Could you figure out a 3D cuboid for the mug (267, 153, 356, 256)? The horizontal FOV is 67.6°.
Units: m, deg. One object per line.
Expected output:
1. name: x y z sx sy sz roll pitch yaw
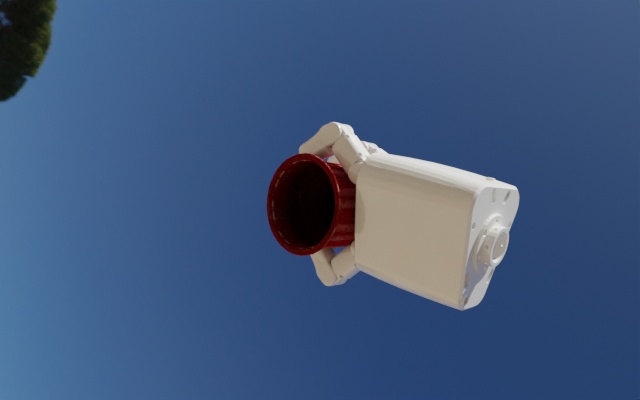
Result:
1. mug: -0.001 0.001 0.470 0.117 0.093 0.081 20 12 41
